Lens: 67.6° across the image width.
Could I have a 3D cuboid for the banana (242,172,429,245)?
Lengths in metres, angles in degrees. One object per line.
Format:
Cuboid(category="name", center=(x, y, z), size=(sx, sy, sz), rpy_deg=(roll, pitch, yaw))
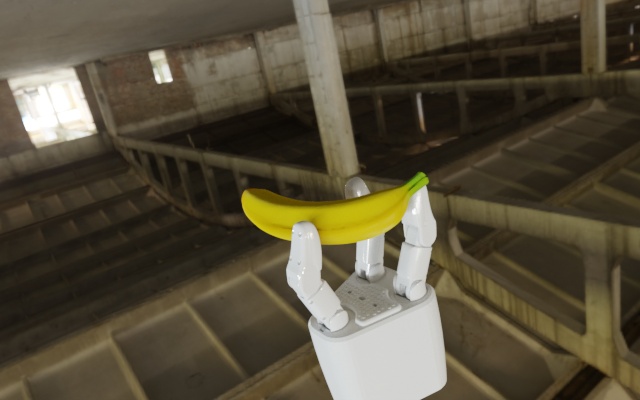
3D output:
Cuboid(category="banana", center=(-0.005, 0.011, 0.428), size=(0.198, 0.037, 0.069), rpy_deg=(-2, 29, 31))
